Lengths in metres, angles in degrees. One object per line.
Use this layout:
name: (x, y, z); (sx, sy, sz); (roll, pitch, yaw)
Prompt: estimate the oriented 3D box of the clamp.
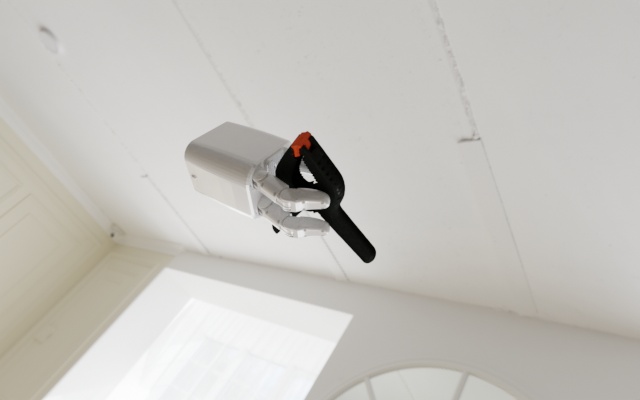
clamp: (0.000, 0.001, 0.624); (0.164, 0.036, 0.210); (19, -37, 17)
